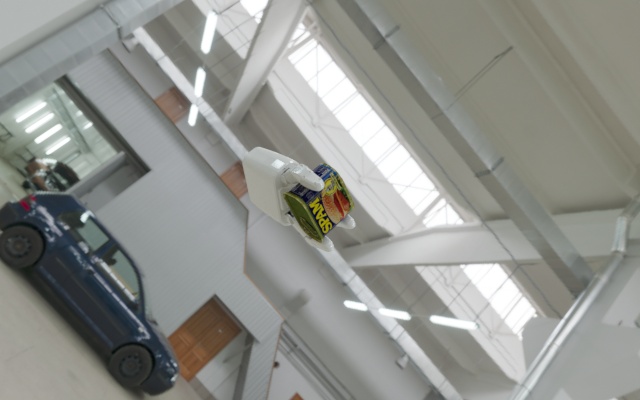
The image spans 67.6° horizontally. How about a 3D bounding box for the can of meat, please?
[{"bbox_3d":[0.000,0.002,0.773,0.084,0.102,0.057,-43,40,-20],"label":"can of meat"}]
